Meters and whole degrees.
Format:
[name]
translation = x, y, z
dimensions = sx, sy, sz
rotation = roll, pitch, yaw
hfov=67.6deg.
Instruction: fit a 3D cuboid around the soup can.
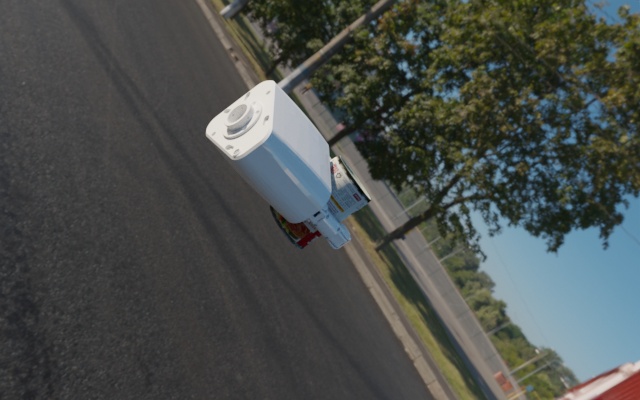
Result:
[soup can]
translation = 0.001, 0.002, 0.569
dimensions = 0.102, 0.068, 0.068
rotation = -35, -6, 8
